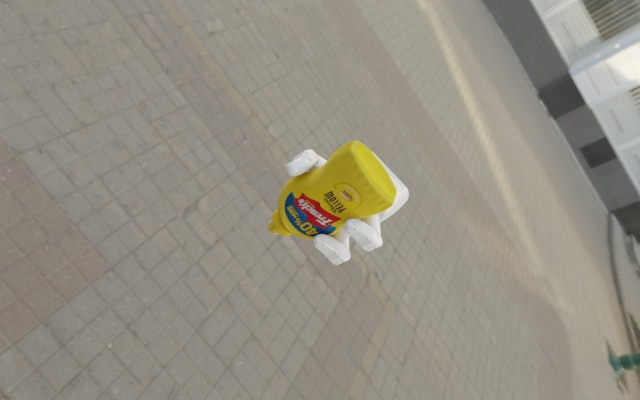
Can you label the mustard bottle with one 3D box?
[{"bbox_3d":[0.000,0.002,0.647,0.192,0.096,0.058,-29,22,33],"label":"mustard bottle"}]
